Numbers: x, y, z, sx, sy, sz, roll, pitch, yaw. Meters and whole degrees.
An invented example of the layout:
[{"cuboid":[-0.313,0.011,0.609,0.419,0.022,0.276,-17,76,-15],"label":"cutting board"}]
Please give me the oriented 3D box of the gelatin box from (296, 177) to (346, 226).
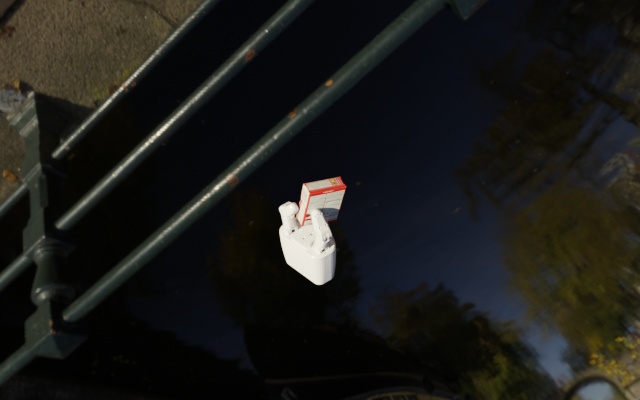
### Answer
[{"cuboid":[0.000,0.003,0.856,0.073,0.030,0.089,-12,-40,-24],"label":"gelatin box"}]
